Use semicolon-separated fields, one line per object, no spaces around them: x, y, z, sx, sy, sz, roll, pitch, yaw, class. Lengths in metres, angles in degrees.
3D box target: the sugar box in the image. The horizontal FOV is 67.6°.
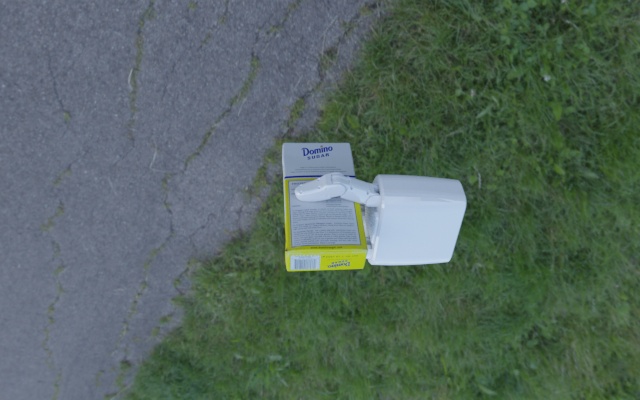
0.000;0.002;0.595;0.093;0.176;0.048;0;-42;-5;sugar box
